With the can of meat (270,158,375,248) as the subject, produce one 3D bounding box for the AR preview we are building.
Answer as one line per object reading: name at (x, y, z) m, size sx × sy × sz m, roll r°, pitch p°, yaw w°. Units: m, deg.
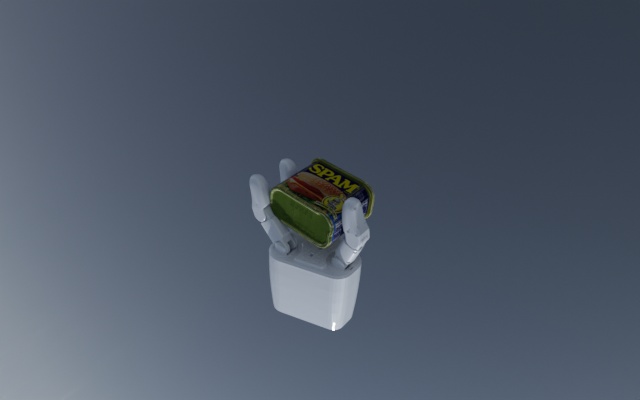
can of meat at (0.000, 0.002, 0.586) m, size 0.102 × 0.057 × 0.084 m, roll 31°, pitch 45°, yaw 27°
